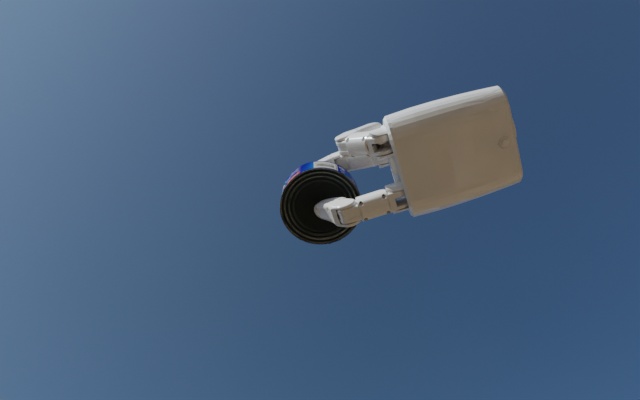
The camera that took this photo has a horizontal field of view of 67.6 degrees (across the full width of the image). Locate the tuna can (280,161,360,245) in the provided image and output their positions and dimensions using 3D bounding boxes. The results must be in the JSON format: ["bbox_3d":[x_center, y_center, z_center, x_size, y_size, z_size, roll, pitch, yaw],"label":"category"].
[{"bbox_3d":[0.000,0.001,0.511,0.086,0.086,0.033,0,21,-1],"label":"tuna can"}]
